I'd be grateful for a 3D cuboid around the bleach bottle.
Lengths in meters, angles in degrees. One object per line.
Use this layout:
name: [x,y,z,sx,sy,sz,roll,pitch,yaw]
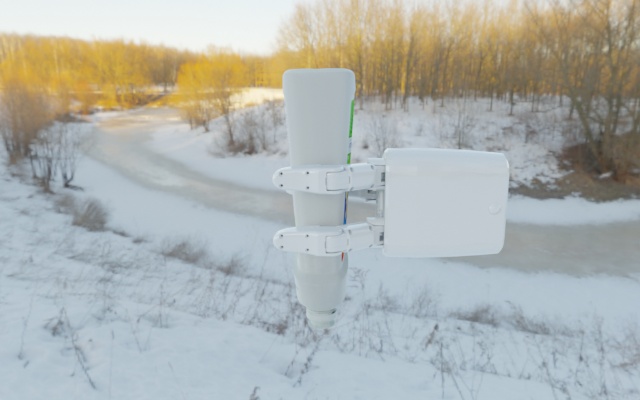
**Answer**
bleach bottle: [0.000,0.002,0.472,0.068,0.251,0.102,0,13,3]
